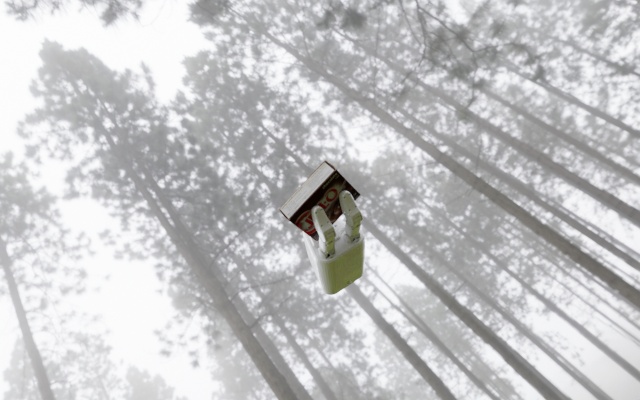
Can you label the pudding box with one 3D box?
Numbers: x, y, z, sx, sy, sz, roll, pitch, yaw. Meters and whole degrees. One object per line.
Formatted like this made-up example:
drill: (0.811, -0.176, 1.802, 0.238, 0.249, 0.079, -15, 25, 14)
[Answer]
pudding box: (0.000, 0.003, 0.785, 0.039, 0.113, 0.090, 41, 0, 40)
